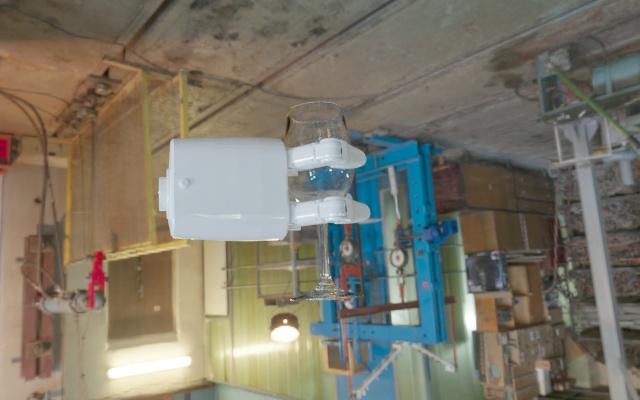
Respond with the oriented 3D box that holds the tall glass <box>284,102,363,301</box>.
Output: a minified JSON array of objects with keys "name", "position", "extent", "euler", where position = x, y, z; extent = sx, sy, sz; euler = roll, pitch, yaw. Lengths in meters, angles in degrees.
[{"name":"tall glass","position":[0.000,0.002,0.503],"extent":[0.079,0.201,0.079],"euler":[-3,-10,-1]}]
